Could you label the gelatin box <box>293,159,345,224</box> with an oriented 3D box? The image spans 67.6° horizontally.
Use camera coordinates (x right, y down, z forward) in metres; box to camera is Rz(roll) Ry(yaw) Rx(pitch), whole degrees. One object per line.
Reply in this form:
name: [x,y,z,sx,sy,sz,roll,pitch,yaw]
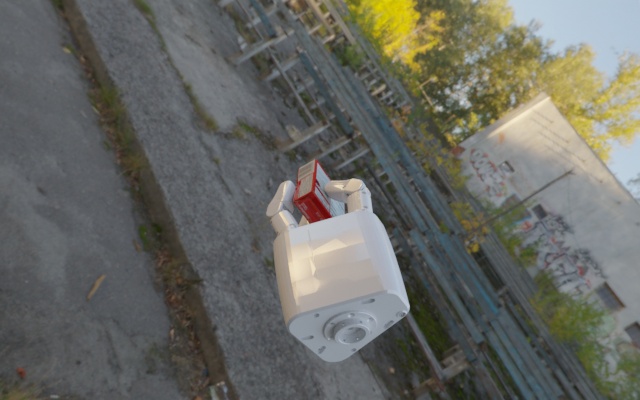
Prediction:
gelatin box: [0.000,0.002,0.581,0.030,0.073,0.089,-27,26,17]
